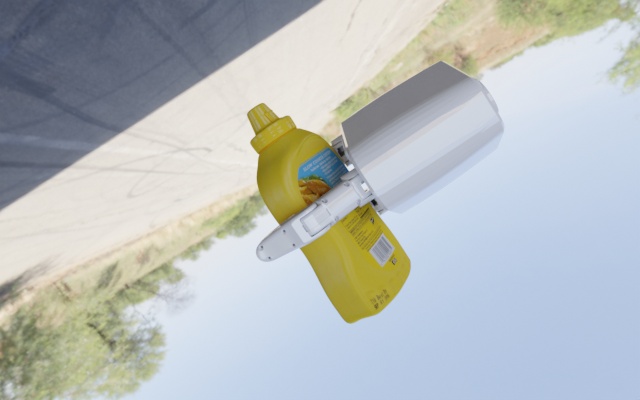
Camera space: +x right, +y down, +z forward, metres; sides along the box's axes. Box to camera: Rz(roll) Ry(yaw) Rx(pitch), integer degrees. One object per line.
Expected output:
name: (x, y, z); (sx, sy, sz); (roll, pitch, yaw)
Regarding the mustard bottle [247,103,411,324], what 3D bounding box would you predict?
mustard bottle: (0.000, 0.002, 0.405); (0.058, 0.191, 0.096); (-31, 6, 37)
